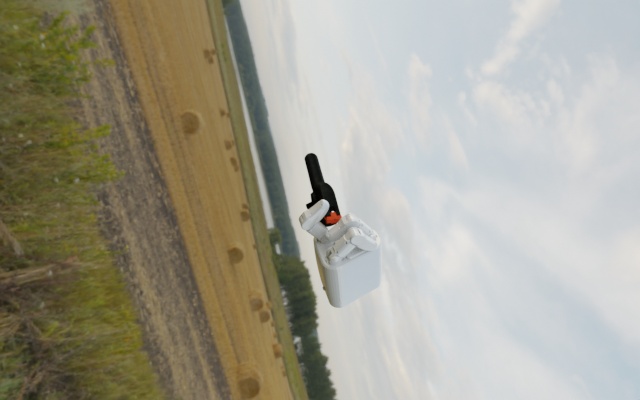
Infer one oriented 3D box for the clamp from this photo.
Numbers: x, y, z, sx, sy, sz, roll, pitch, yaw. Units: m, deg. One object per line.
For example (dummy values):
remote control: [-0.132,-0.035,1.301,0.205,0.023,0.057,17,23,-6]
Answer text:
clamp: [0.001,0.003,0.868,0.039,0.120,0.171,-11,38,-8]
